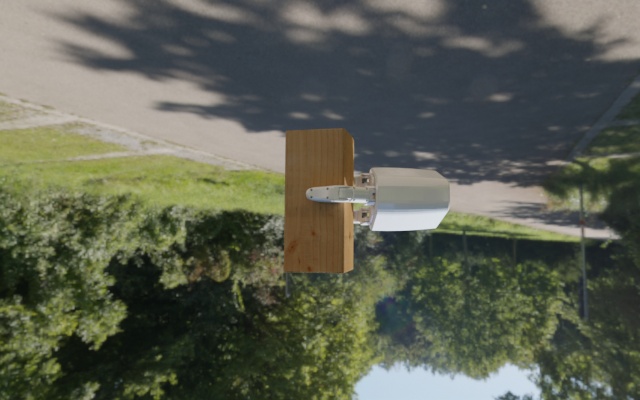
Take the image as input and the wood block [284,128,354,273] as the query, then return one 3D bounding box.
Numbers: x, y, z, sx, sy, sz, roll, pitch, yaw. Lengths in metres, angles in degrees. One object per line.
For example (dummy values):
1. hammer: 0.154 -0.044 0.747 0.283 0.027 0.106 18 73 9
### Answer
1. wood block: 0.000 0.002 0.723 0.090 0.206 0.091 0 -4 13
